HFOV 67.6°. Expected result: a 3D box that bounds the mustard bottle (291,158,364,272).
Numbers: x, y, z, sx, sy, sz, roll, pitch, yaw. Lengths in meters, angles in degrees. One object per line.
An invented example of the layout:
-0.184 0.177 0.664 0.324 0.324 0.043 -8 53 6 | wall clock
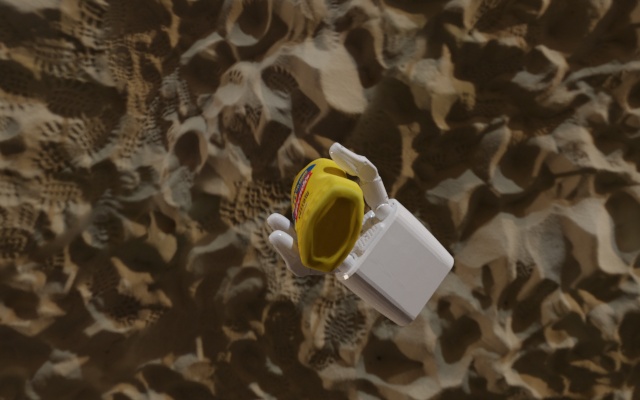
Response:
0.000 0.002 0.560 0.058 0.096 0.191 16 15 -12 | mustard bottle
